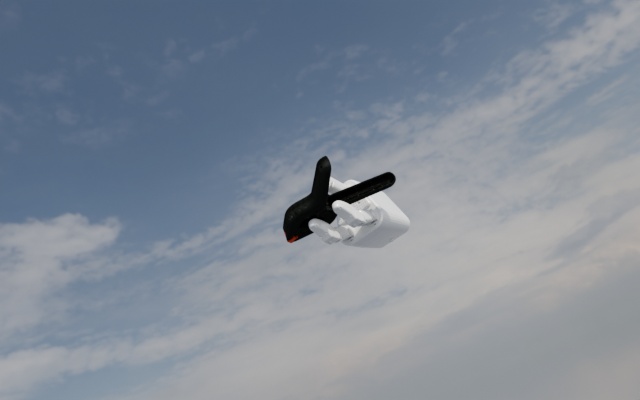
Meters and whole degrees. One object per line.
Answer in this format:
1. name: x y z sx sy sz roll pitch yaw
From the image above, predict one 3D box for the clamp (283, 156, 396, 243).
1. clamp: 0.000 0.002 0.772 0.210 0.036 0.164 -37 -33 28
